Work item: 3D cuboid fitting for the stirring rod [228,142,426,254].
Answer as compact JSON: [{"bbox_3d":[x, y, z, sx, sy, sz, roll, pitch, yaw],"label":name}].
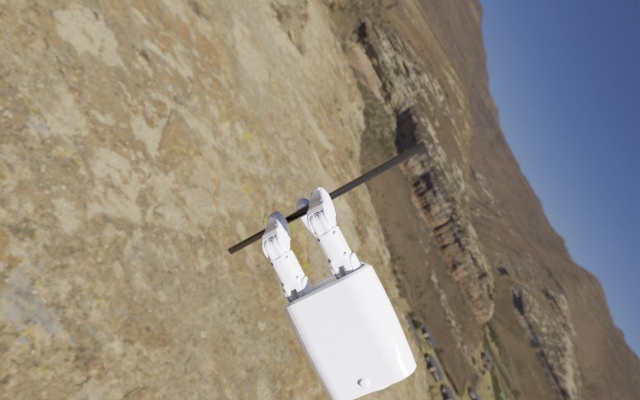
[{"bbox_3d":[0.000,0.002,0.500,0.239,0.011,0.011,-29,-9,17],"label":"stirring rod"}]
